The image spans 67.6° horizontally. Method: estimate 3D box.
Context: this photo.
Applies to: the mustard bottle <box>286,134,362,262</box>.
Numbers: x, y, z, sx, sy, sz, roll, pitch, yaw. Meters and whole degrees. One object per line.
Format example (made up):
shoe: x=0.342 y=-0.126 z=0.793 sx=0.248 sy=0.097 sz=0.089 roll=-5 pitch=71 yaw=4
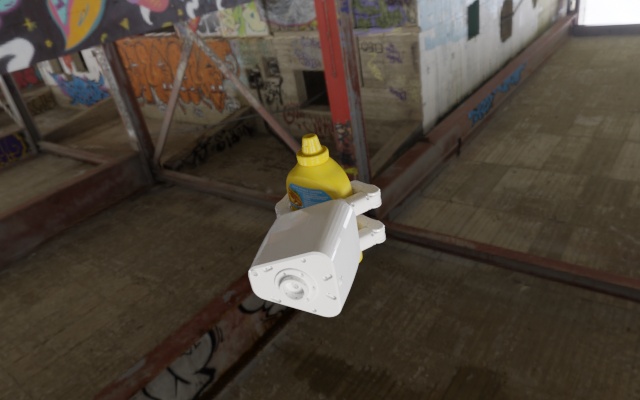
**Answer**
mustard bottle: x=0.000 y=0.002 z=0.644 sx=0.096 sy=0.192 sz=0.058 roll=15 pitch=38 yaw=38
